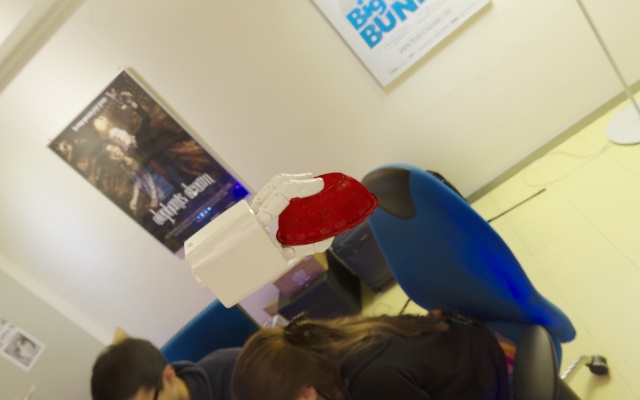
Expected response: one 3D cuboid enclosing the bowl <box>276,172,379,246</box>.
[{"bbox_3d":[0.001,0.001,0.696,0.162,0.055,0.162,-19,17,6],"label":"bowl"}]
